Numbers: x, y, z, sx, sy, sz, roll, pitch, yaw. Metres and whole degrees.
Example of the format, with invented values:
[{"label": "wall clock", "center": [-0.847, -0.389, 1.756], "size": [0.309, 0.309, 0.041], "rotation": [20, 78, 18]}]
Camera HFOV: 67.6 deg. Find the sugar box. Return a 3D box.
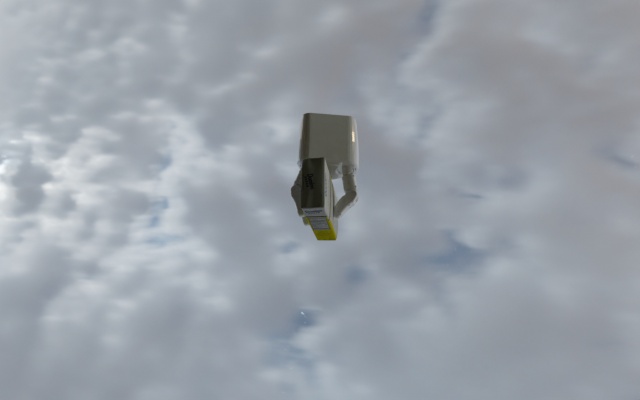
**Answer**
[{"label": "sugar box", "center": [0.000, 0.003, 0.858], "size": [0.048, 0.093, 0.176], "rotation": [-4, -23, 10]}]
